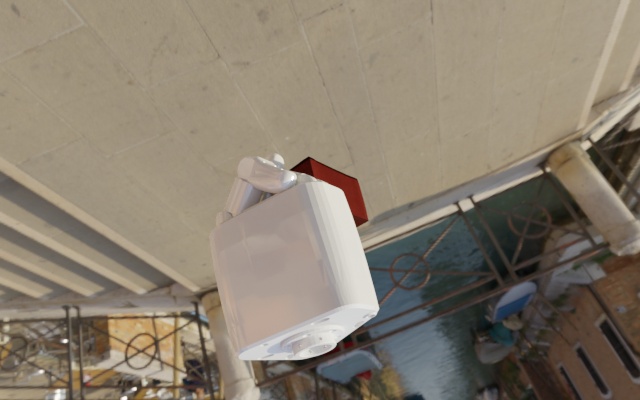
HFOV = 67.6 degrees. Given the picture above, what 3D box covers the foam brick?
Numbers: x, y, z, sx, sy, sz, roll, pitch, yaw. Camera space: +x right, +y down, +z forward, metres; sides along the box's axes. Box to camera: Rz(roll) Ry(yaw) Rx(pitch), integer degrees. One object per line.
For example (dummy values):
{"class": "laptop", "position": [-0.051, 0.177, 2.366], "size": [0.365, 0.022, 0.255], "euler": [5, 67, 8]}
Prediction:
{"class": "foam brick", "position": [0.000, 0.001, 0.464], "size": [0.053, 0.051, 0.078], "euler": [-33, -33, 30]}
